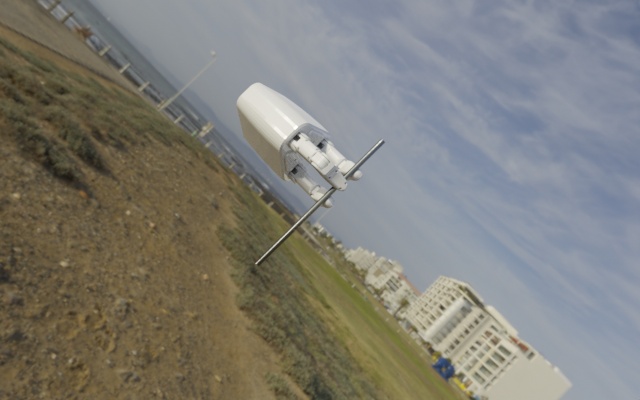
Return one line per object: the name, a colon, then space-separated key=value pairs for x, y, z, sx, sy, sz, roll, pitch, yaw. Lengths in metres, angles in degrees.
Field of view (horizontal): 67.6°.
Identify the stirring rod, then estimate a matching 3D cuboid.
stirring rod: x=0.000 y=0.002 z=0.649 sx=0.239 sy=0.011 sz=0.011 roll=-44 pitch=3 yaw=-3
